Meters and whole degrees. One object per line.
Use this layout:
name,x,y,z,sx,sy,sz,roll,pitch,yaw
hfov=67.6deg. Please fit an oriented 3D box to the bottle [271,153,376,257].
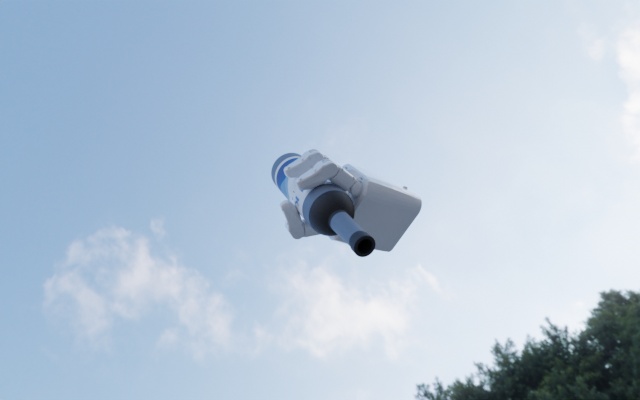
bottle,0.000,0.002,0.671,0.069,0.069,0.295,0,20,-22
